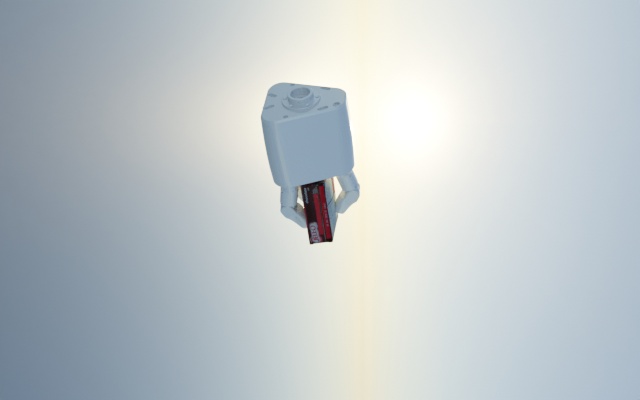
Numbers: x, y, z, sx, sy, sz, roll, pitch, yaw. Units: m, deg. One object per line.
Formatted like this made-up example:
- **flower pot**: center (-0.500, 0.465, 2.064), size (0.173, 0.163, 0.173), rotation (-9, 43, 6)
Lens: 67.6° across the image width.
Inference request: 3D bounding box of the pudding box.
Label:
- **pudding box**: center (0.000, 0.002, 0.700), size (0.039, 0.090, 0.113), rotation (-5, 17, 10)
